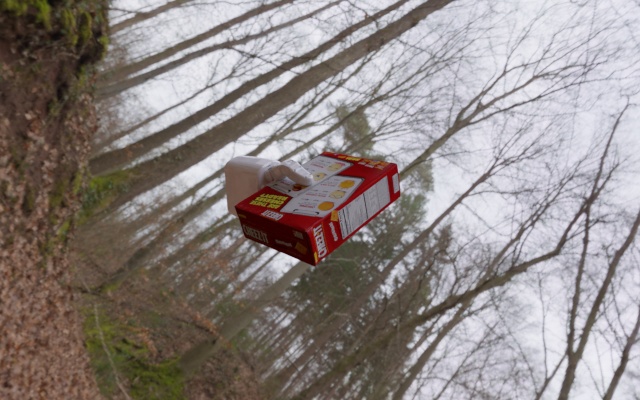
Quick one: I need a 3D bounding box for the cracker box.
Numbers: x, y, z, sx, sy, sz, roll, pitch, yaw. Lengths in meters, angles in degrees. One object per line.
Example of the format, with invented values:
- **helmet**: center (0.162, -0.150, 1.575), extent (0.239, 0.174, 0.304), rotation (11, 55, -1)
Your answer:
- **cracker box**: center (0.000, 0.002, 0.762), extent (0.164, 0.072, 0.213), rotation (15, 40, 42)
